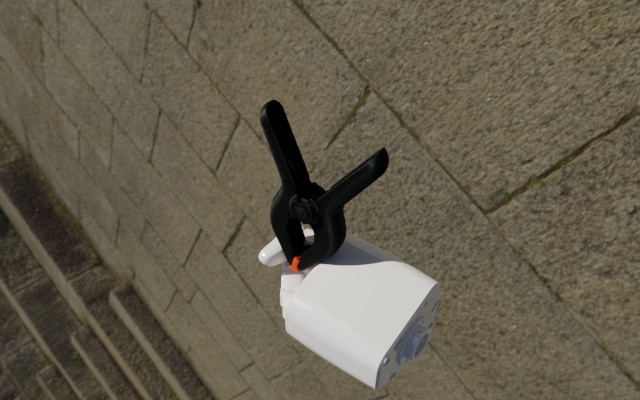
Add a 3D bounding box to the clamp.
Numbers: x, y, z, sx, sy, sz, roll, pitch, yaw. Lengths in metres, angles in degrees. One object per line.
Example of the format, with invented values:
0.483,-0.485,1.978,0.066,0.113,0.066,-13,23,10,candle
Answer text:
0.000,0.002,0.432,0.120,0.172,0.039,24,43,29,clamp
